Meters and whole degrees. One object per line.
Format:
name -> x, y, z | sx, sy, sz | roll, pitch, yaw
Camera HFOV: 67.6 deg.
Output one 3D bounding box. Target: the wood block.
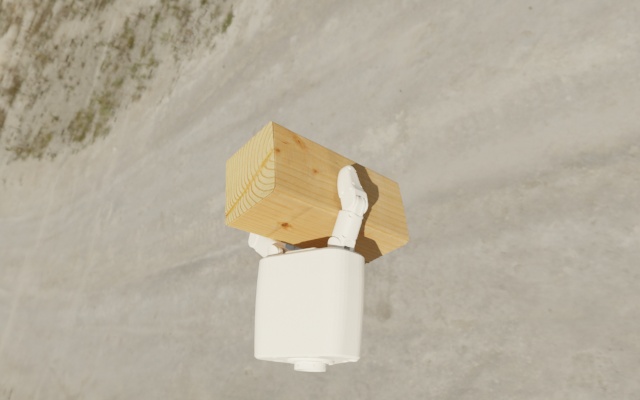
wood block -> 0.000, 0.002, 0.567 | 0.206, 0.090, 0.091 | 22, -41, -37
